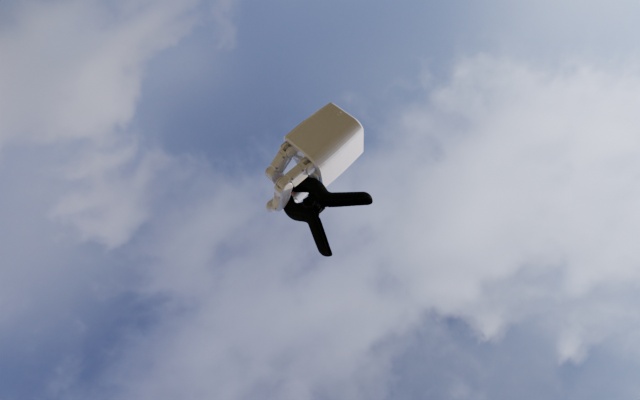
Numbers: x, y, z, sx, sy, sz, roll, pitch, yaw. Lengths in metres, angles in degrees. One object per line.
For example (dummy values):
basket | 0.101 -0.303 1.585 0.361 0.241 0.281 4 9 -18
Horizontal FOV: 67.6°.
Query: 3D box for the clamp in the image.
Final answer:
clamp | 0.000 0.003 0.782 0.171 0.120 0.039 42 -13 35
